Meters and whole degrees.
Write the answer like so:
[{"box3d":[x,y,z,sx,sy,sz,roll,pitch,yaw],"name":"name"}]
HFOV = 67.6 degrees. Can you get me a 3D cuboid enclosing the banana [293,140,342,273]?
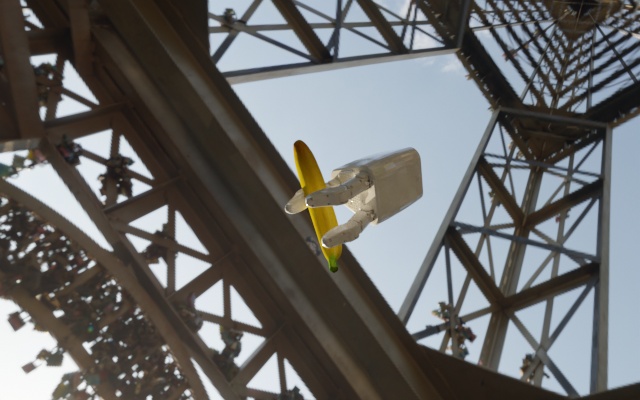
[{"box3d":[-0.001,0.005,0.714,0.037,0.198,0.069,-18,3,-4],"name":"banana"}]
